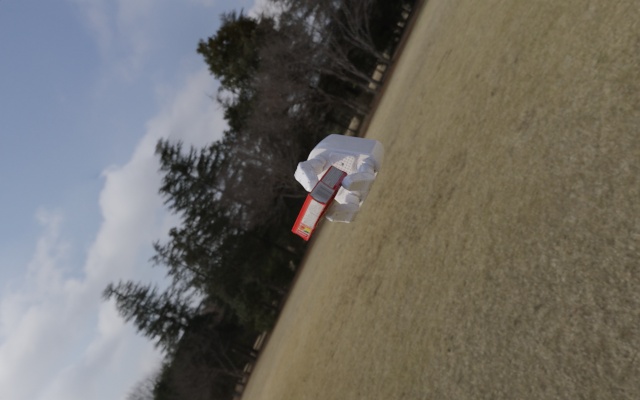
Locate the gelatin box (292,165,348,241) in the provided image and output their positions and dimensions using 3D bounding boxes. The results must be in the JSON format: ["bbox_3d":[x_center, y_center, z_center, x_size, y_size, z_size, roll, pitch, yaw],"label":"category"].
[{"bbox_3d":[0.000,0.002,0.666,0.030,0.073,0.089,31,38,4],"label":"gelatin box"}]
